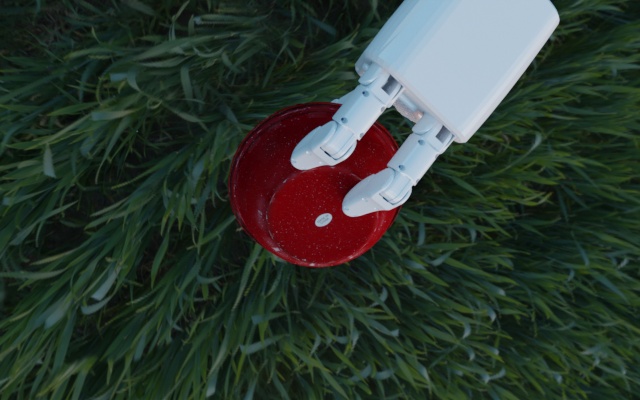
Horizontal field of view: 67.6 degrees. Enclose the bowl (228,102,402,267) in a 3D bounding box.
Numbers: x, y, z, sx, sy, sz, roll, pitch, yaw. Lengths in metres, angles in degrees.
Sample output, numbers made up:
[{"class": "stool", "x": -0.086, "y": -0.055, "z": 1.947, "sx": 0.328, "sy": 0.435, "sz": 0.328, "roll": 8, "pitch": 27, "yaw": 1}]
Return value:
[{"class": "bowl", "x": -0.001, "y": 0.003, "z": 0.410, "sx": 0.162, "sy": 0.162, "sz": 0.055, "roll": 0, "pitch": 29, "yaw": -5}]
